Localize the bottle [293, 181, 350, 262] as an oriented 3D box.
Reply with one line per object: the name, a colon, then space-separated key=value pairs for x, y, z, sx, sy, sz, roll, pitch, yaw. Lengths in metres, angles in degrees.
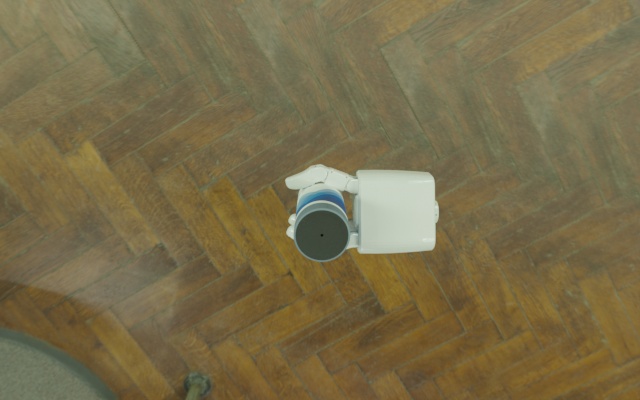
bottle: x=0.000 y=0.002 z=0.696 sx=0.069 sy=0.069 sz=0.295 roll=0 pitch=15 yaw=-1
